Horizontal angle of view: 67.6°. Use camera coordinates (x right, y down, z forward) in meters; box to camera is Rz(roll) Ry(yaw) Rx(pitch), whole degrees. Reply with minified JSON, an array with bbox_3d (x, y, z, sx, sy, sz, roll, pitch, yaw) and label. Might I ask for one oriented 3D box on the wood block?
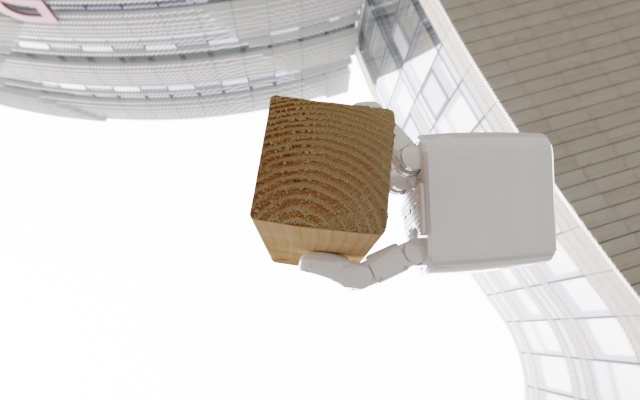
[{"bbox_3d":[0.000,0.002,0.414,0.090,0.090,0.206,7,-15,0],"label":"wood block"}]
